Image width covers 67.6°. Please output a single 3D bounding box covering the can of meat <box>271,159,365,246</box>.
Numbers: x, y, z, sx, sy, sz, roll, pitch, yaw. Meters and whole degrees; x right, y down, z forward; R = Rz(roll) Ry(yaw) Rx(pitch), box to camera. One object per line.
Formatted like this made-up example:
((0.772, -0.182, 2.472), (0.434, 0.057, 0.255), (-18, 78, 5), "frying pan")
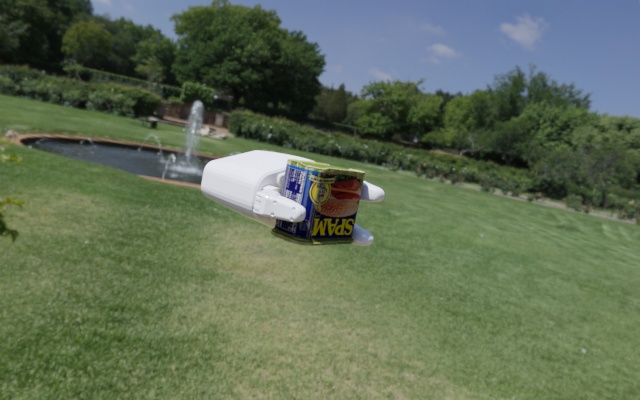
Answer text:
((0.000, 0.001, 0.534), (0.057, 0.084, 0.102), (17, 10, 41), "can of meat")
